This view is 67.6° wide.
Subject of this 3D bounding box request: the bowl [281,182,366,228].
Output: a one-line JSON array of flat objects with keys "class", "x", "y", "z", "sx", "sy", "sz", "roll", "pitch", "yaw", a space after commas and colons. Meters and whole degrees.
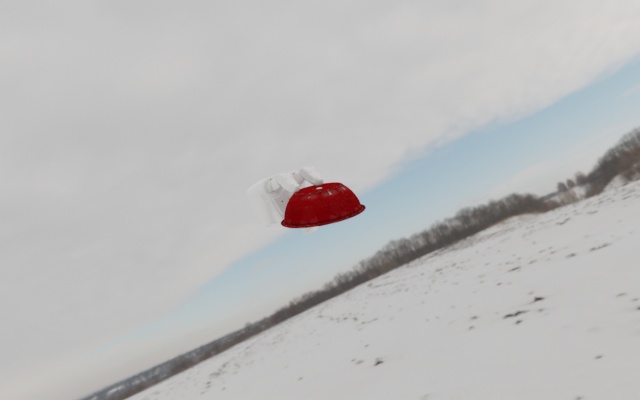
[{"class": "bowl", "x": 0.001, "y": 0.002, "z": 0.887, "sx": 0.162, "sy": 0.055, "sz": 0.162, "roll": -10, "pitch": 11, "yaw": 2}]
